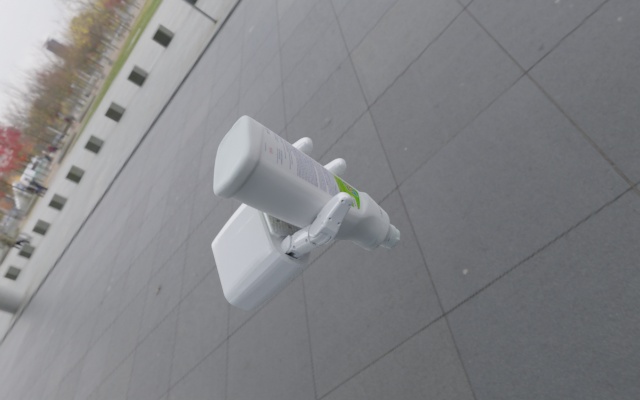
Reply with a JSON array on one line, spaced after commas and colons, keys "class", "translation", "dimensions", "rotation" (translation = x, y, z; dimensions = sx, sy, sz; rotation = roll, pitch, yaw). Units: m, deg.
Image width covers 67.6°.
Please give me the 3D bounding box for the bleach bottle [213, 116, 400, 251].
[{"class": "bleach bottle", "translation": [0.000, 0.002, 0.560], "dimensions": [0.251, 0.102, 0.068], "rotation": [30, -60, -29]}]
